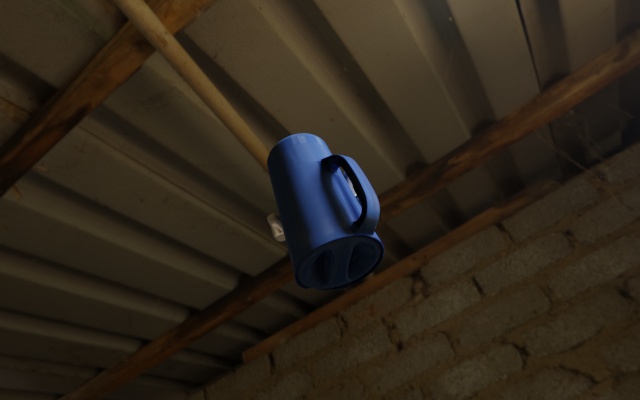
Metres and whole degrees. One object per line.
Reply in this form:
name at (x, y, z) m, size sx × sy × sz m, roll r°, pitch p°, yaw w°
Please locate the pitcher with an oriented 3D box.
pitcher at (0.000, 0.003, 0.738) m, size 0.149 × 0.242 × 0.145 m, roll -23°, pitch -38°, yaw 1°
